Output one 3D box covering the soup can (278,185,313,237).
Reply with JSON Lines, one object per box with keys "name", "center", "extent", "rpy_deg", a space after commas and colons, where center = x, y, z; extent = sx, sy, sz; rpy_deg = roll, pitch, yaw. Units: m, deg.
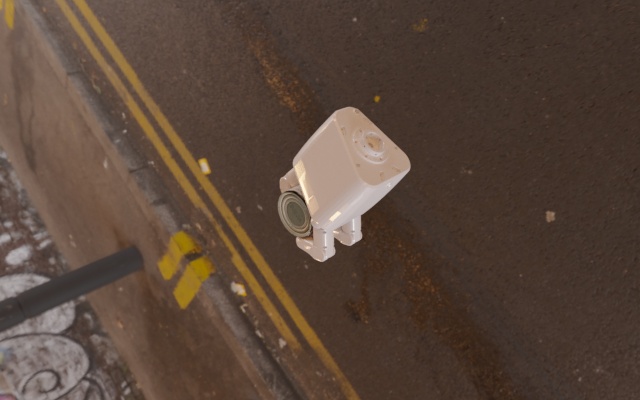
{"name": "soup can", "center": [0.000, 0.002, 0.662], "extent": [0.102, 0.068, 0.068], "rpy_deg": [-26, 17, -40]}
